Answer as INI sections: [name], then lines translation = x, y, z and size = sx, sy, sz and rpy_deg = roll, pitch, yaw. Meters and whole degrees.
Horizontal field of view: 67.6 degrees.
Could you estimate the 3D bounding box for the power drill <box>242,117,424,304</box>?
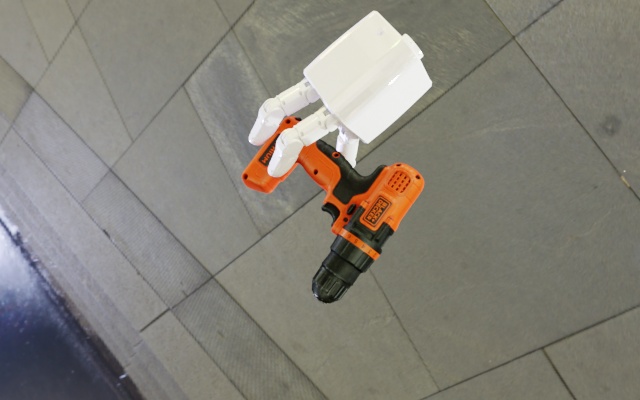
[power drill]
translation = 0.000, 0.001, 0.566
size = 0.187, 0.184, 0.057
rpy_deg = 36, -5, 17
